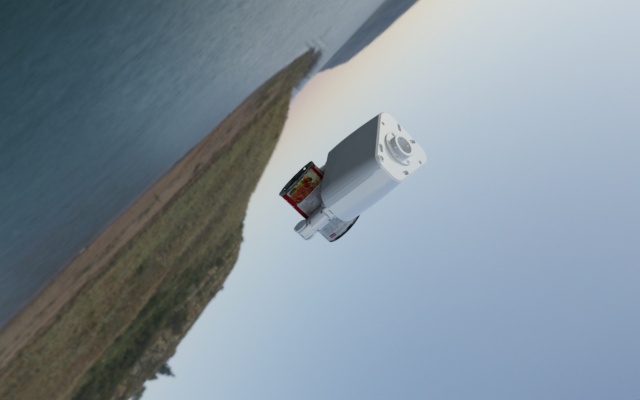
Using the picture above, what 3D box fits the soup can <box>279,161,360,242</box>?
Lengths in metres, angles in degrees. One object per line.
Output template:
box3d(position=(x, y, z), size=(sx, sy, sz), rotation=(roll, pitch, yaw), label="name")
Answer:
box3d(position=(0.000, 0.003, 0.687), size=(0.102, 0.068, 0.068), rotation=(44, -10, -11), label="soup can")
